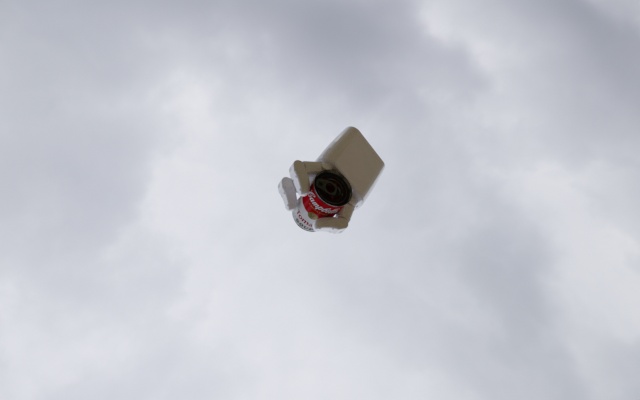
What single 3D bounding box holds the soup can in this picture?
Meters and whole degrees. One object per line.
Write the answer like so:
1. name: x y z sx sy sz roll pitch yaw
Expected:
1. soup can: 0.000 0.003 0.801 0.068 0.068 0.102 0 -27 -27
